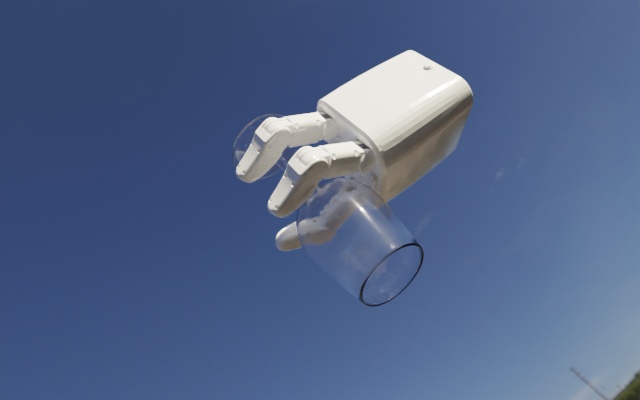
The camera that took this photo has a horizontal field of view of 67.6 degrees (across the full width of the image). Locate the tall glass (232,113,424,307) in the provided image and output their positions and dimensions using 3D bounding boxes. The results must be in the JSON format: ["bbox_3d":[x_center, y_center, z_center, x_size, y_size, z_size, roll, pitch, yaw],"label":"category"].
[{"bbox_3d":[0.000,0.001,0.419,0.079,0.079,0.201,0,34,-41],"label":"tall glass"}]
